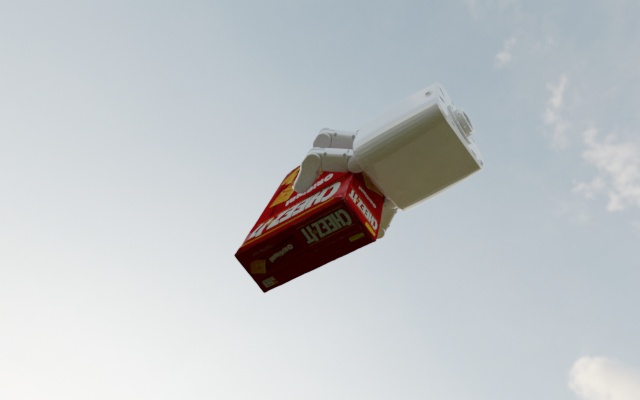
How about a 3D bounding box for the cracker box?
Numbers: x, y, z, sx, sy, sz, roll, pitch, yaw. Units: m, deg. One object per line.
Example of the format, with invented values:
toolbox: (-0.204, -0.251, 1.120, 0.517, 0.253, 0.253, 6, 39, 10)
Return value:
cracker box: (0.000, 0.002, 0.616, 0.164, 0.072, 0.213, -29, 18, 27)
